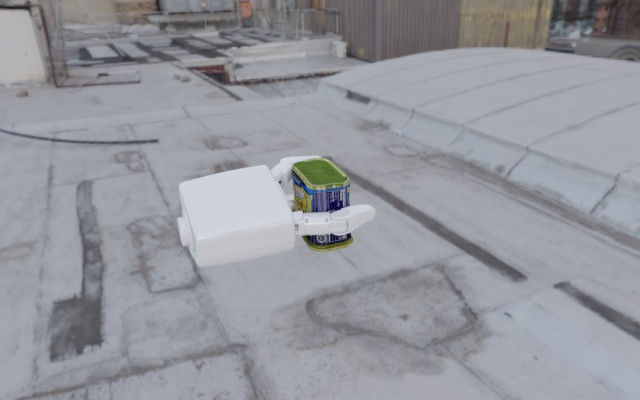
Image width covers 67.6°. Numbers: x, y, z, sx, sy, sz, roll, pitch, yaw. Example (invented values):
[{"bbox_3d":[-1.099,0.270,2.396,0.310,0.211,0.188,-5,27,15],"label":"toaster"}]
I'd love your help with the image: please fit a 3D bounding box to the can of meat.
[{"bbox_3d":[0.000,0.002,0.590,0.057,0.084,0.102,-10,25,-17],"label":"can of meat"}]
